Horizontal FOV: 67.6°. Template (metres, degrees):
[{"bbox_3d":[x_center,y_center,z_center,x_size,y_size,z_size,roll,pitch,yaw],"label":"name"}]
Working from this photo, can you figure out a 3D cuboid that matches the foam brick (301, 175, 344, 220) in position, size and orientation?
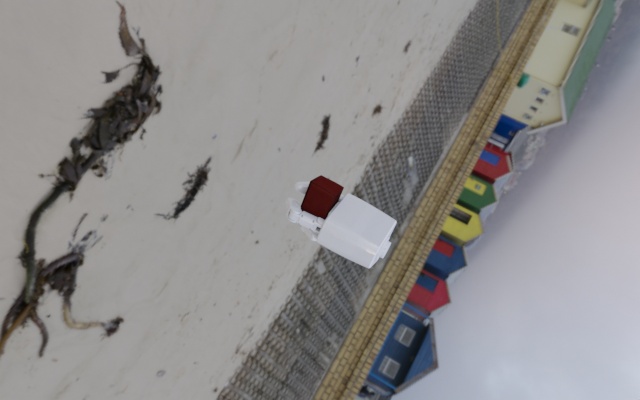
[{"bbox_3d":[0.000,0.003,0.862,0.051,0.078,0.053,28,26,13],"label":"foam brick"}]
